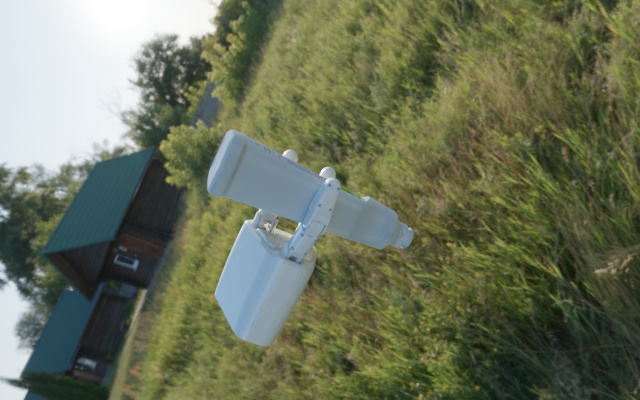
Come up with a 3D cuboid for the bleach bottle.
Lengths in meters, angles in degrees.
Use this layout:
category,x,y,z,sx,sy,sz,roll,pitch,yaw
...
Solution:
category,x,y,z,sx,sy,sz,roll,pitch,yaw
bleach bottle,0.000,0.002,0.548,0.251,0.068,0.102,24,10,-18
